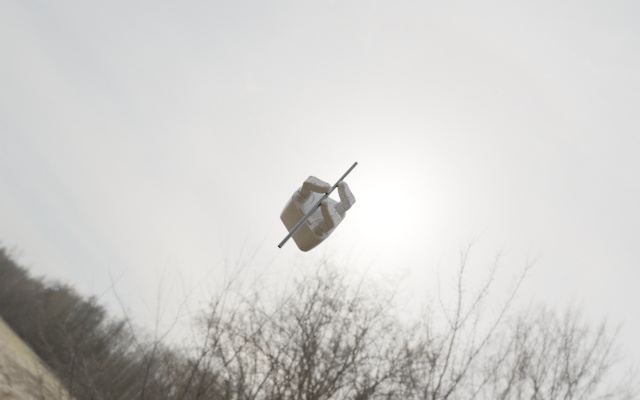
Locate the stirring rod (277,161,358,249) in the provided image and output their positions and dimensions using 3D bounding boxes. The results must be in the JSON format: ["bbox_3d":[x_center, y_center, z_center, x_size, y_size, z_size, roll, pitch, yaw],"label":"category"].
[{"bbox_3d":[0.000,0.003,0.870,0.011,0.011,0.239,0,39,49],"label":"stirring rod"}]
